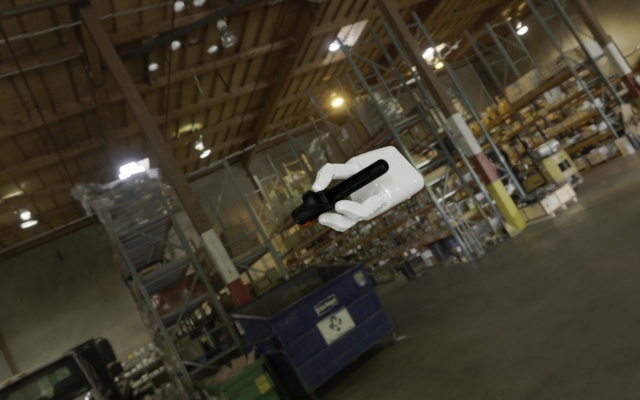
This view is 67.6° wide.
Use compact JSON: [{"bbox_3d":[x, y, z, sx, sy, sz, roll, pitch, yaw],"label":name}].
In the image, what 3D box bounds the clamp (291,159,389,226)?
[{"bbox_3d":[0.000,0.002,0.794,0.164,0.036,0.210,-22,-9,-38],"label":"clamp"}]
